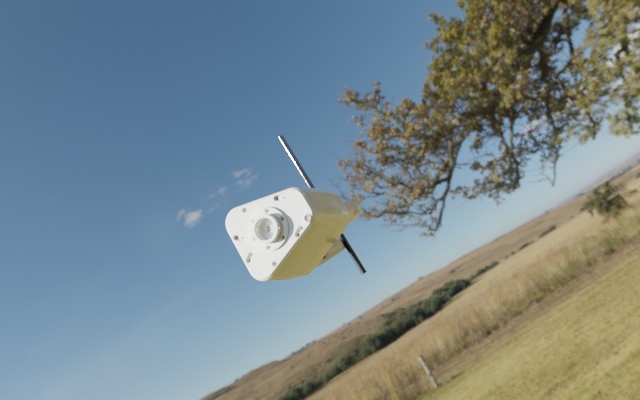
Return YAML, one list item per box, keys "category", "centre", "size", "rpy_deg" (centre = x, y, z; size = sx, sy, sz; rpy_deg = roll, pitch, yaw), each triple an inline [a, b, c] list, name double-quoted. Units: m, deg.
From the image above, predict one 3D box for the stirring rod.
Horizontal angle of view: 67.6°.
- category: "stirring rod"
  centre: [0.000, 0.002, 0.696]
  size: [0.011, 0.239, 0.011]
  rpy_deg: [-29, -15, -9]
